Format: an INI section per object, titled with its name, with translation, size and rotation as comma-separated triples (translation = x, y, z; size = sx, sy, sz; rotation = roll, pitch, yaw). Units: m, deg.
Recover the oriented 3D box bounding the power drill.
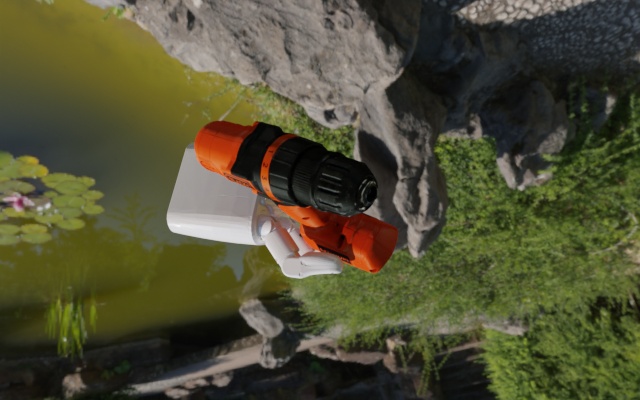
[power drill]
translation = 0.000, 0.002, 0.424
size = 0.184, 0.057, 0.188
rotation = 22, -15, 39
